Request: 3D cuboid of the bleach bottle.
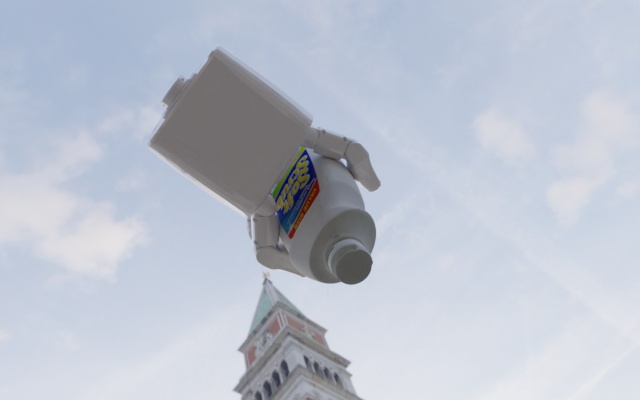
[{"bbox_3d":[0.000,0.002,0.458,0.068,0.102,0.250,36,7,-23],"label":"bleach bottle"}]
